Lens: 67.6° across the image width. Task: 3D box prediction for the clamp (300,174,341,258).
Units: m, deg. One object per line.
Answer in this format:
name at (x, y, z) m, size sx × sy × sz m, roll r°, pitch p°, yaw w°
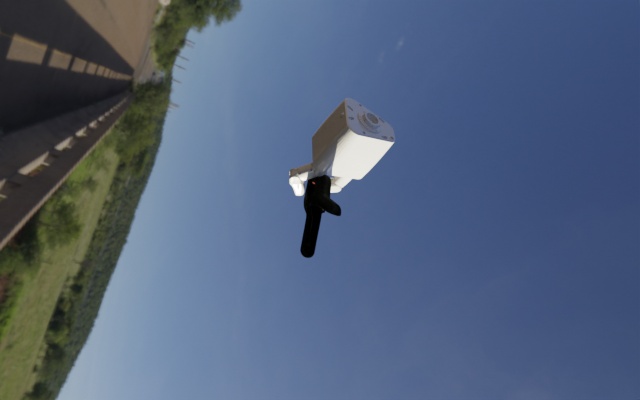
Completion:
clamp at (0.001, 0.003, 0.832) m, size 0.039 × 0.171 × 0.120 m, roll 21°, pitch -45°, yaw -25°
